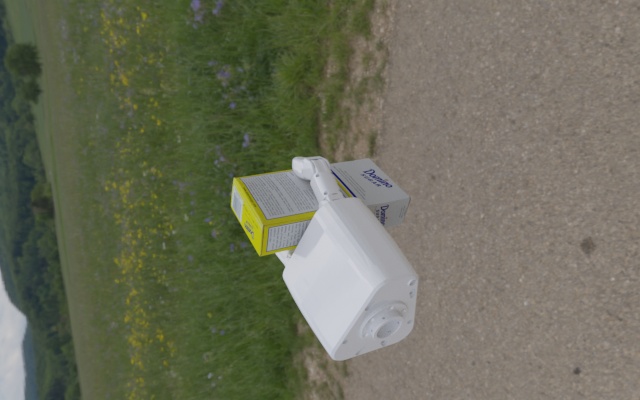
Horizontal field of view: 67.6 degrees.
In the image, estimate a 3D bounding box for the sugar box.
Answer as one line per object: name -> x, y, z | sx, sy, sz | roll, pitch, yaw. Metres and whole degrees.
sugar box -> 0.000, 0.002, 0.526 | 0.176, 0.048, 0.093 | -7, 38, -28
